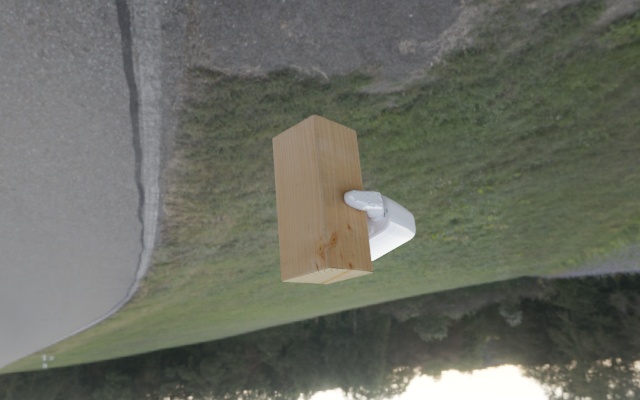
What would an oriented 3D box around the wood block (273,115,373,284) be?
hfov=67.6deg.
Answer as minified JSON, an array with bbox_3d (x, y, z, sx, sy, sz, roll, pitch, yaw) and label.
[{"bbox_3d":[0.001,0.002,0.653,0.091,0.206,0.090,-22,-24,40],"label":"wood block"}]
